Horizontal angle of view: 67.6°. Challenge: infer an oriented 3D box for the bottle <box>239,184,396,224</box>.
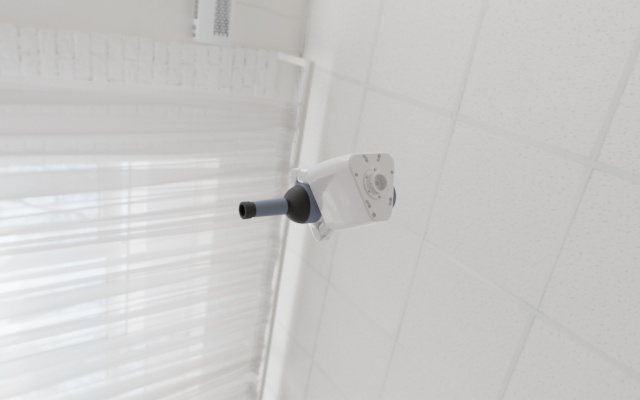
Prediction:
[{"bbox_3d":[0.000,0.003,0.810,0.295,0.069,0.069,-6,4,-36],"label":"bottle"}]
